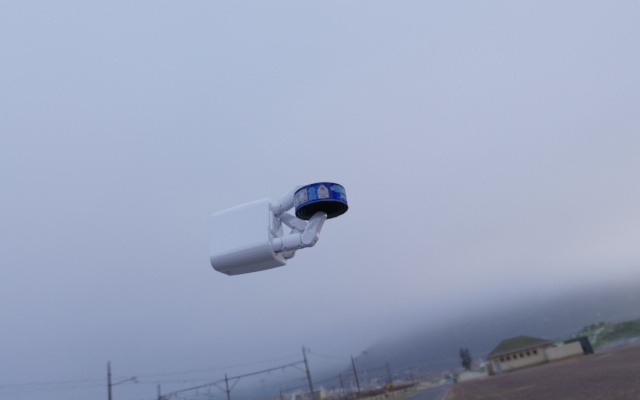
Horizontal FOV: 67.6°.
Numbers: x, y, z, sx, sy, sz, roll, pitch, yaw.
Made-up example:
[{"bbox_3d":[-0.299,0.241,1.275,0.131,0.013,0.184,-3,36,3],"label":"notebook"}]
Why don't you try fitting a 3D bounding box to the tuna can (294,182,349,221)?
[{"bbox_3d":[0.000,0.002,0.761,0.086,0.033,0.086,-7,-22,-3],"label":"tuna can"}]
